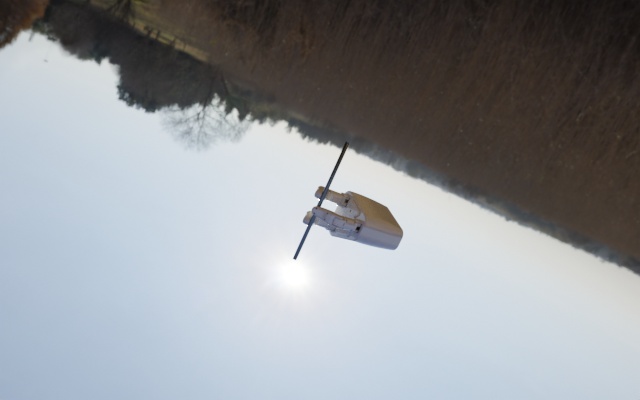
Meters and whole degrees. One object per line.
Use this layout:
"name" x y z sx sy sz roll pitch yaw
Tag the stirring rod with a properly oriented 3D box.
"stirring rod" 0.000 0.003 0.882 0.011 0.239 0.011 24 9 -4
